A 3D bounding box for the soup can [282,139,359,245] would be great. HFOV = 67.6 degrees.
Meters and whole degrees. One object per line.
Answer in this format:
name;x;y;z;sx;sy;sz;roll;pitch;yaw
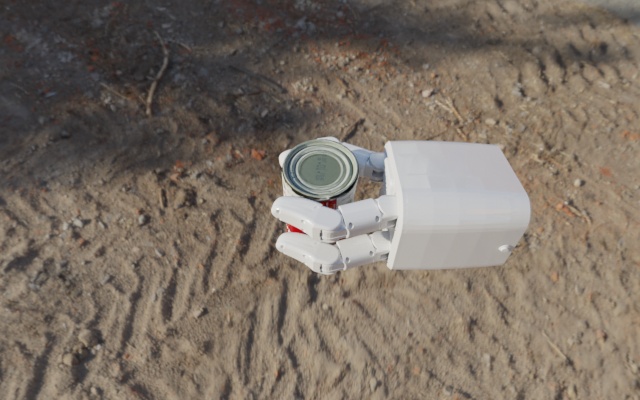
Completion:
soup can;0.000;0.001;0.444;0.068;0.068;0.102;0;-36;0
